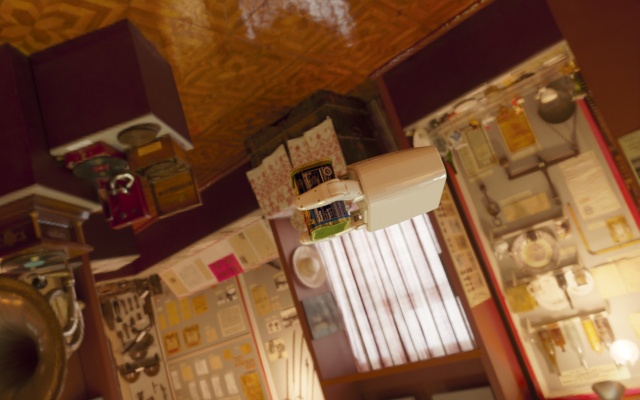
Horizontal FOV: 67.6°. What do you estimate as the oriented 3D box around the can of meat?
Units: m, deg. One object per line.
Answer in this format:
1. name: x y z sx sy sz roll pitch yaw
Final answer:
1. can of meat: 0.000 0.002 0.623 0.057 0.084 0.102 -18 -12 -5
